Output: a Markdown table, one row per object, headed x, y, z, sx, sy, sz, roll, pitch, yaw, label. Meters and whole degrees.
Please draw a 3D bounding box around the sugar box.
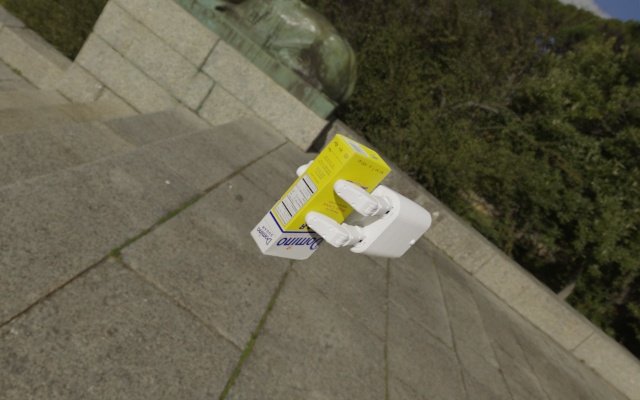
| x | y | z | sx | sy | sz | roll | pitch | yaw | label |
| --- | --- | --- | --- | --- | --- | --- | --- | --- | --- |
| 0.001 | 0.002 | 0.614 | 0.093 | 0.176 | 0.048 | 17 | 29 | -52 | sugar box |
